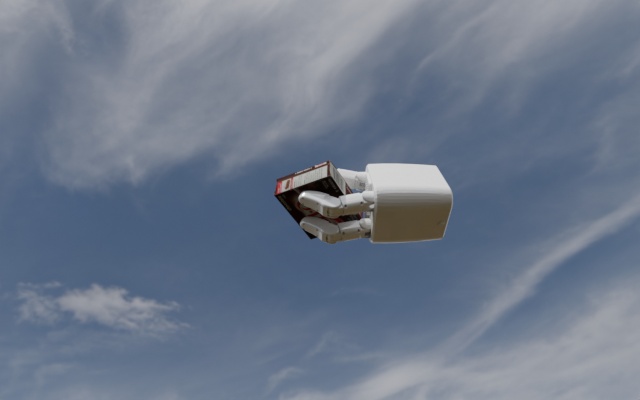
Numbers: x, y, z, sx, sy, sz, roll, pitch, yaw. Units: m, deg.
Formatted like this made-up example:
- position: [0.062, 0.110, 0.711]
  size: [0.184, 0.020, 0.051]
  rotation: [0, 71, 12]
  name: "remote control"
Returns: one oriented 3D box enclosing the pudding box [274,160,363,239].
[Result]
- position: [0.000, 0.002, 0.692]
  size: [0.090, 0.039, 0.114]
  rotation: [-19, -49, 20]
  name: "pudding box"
